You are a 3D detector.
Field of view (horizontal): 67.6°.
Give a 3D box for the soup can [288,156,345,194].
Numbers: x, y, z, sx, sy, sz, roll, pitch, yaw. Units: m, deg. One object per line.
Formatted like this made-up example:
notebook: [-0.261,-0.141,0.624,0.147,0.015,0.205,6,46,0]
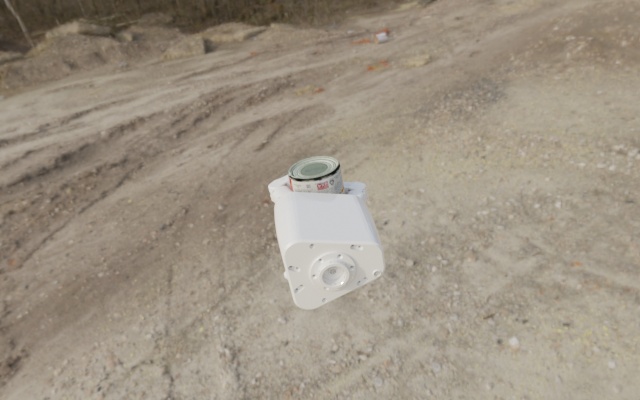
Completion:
soup can: [0.000,0.002,0.619,0.068,0.102,0.068,-9,28,5]
